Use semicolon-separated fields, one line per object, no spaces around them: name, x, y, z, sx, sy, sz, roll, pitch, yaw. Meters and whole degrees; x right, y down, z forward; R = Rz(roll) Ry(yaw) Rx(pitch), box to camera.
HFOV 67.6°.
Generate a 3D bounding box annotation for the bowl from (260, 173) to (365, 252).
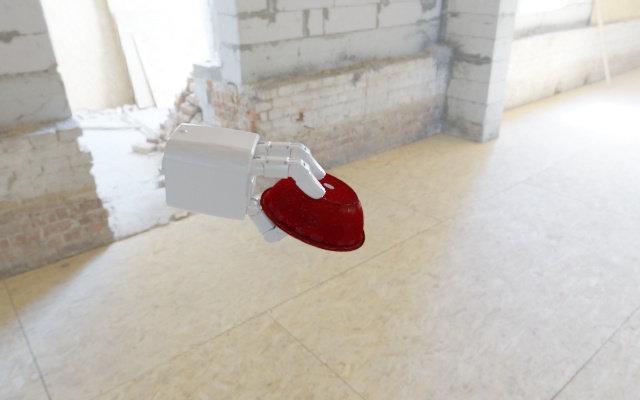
bowl;0.001;0.002;0.670;0.162;0.055;0.162;21;24;-10
